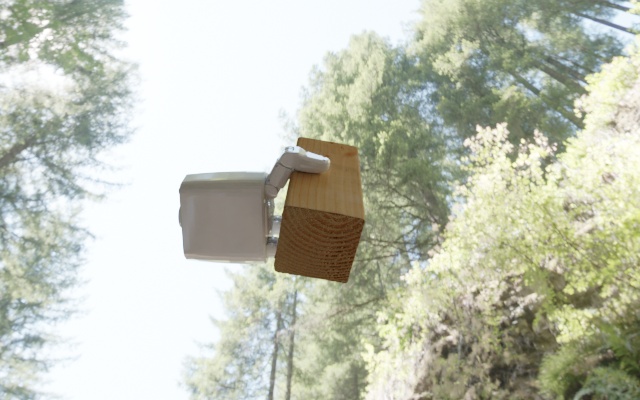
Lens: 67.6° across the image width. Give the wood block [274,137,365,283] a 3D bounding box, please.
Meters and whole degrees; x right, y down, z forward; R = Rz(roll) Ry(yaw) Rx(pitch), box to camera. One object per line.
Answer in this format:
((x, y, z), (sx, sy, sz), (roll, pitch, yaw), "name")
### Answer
((0.000, 0.002, 0.615), (0.090, 0.091, 0.206), (10, 29, -4), "wood block")
